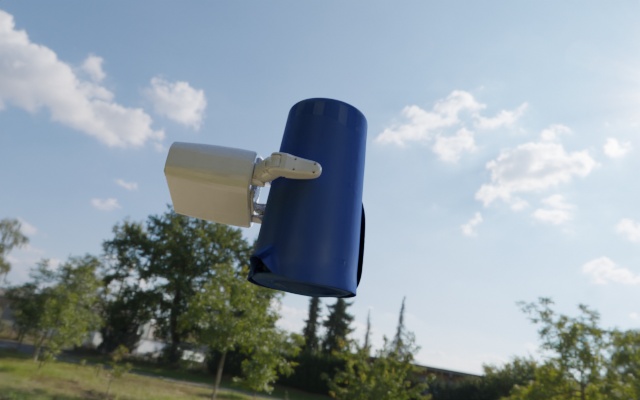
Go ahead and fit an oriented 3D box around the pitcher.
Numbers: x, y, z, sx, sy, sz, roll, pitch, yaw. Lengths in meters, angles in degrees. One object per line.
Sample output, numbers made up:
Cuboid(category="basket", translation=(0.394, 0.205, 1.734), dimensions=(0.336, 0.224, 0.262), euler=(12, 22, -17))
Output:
Cuboid(category="pitcher", translation=(0.000, 0.002, 0.615), dimensions=(0.145, 0.242, 0.149), euler=(9, -17, -1))
